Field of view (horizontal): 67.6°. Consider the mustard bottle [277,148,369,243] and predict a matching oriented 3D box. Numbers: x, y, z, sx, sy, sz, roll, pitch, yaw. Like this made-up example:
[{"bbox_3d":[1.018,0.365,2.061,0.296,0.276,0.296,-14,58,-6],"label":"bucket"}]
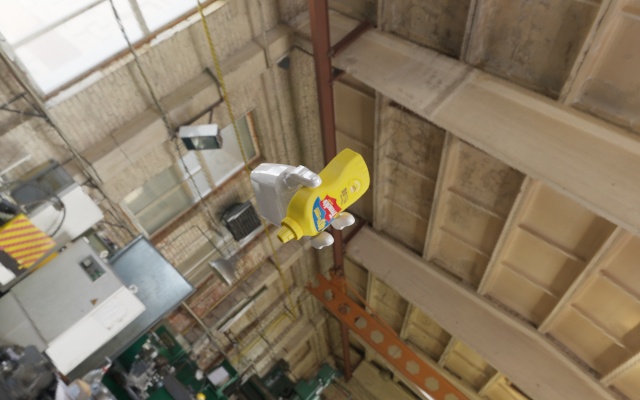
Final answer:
[{"bbox_3d":[0.001,0.003,0.805,0.058,0.096,0.191,33,63,33],"label":"mustard bottle"}]
